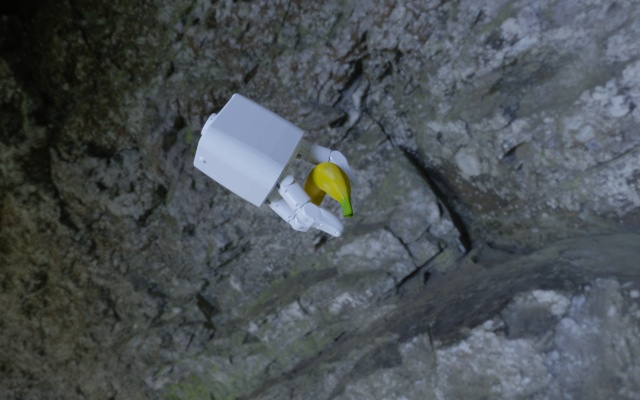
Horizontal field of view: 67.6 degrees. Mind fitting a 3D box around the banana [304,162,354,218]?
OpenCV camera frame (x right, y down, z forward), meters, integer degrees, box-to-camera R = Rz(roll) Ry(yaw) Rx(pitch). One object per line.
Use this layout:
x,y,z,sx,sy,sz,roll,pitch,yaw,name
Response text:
0.003,-0.016,0.645,0.037,0.069,0.198,6,0,-13,banana
